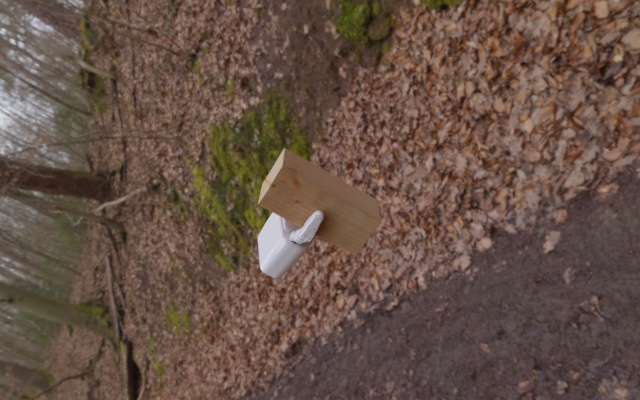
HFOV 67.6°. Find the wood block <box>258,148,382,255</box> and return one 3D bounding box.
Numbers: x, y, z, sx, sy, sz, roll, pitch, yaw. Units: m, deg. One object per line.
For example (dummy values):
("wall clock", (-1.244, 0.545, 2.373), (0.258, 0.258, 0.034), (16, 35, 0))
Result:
("wood block", (0.000, 0.003, 0.881), (0.206, 0.090, 0.090), (28, 24, -15))
